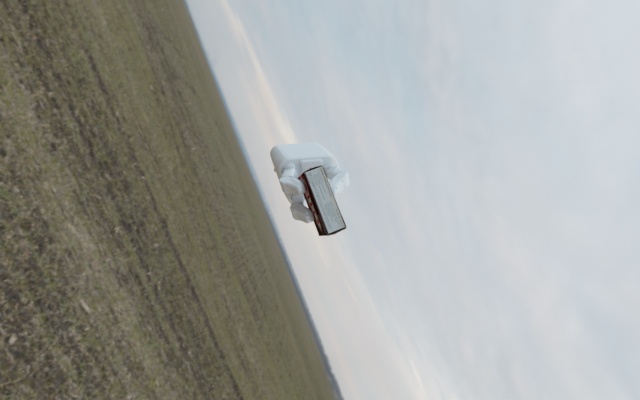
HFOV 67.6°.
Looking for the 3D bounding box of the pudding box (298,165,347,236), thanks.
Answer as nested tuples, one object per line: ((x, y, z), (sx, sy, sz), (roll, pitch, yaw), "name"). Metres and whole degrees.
((0.000, 0.003, 0.801), (0.039, 0.113, 0.090), (-23, -1, -9), "pudding box")
